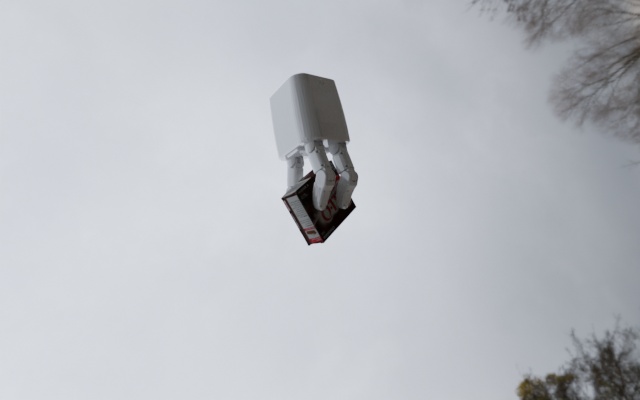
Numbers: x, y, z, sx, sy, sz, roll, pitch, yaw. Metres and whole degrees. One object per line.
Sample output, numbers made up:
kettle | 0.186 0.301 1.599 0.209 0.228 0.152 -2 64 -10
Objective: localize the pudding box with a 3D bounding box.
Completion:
pudding box | 0.000 0.002 0.739 0.039 0.090 0.113 -17 18 42
